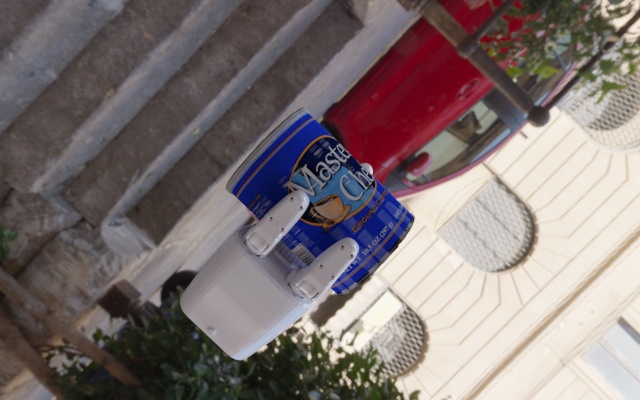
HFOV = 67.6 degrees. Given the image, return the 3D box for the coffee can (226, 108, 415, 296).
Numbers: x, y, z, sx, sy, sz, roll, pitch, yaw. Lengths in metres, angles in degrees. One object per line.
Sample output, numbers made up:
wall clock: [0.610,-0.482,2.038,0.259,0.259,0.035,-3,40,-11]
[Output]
coffee can: [0.000,0.001,0.435,0.140,0.103,0.103,44,-2,-2]
